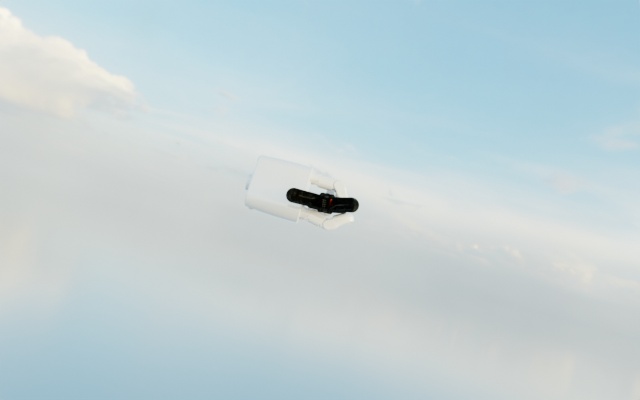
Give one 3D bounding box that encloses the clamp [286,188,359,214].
[{"bbox_3d":[0.000,0.002,0.846,0.120,0.039,0.171,16,-6,-2],"label":"clamp"}]
